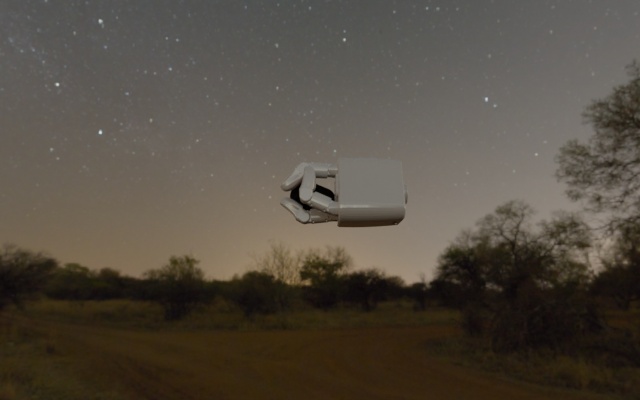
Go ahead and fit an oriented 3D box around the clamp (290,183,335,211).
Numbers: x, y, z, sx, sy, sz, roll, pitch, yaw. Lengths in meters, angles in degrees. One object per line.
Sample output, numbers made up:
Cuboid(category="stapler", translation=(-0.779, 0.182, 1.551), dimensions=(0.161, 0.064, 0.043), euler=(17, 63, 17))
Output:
Cuboid(category="clamp", translation=(0.000, 0.002, 0.860), dimensions=(0.120, 0.039, 0.171), euler=(0, -11, 0))
